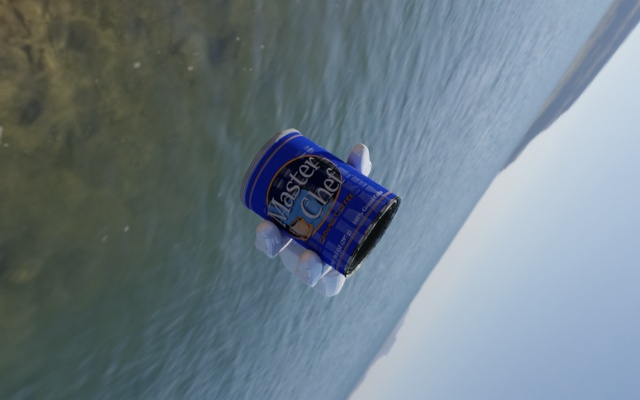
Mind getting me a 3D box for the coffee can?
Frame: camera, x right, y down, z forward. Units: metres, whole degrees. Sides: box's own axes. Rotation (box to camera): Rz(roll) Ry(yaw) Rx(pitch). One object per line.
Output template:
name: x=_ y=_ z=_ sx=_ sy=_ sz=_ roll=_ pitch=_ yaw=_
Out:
coffee can: x=0.000 y=0.001 z=0.514 sx=0.140 sy=0.103 sz=0.103 roll=34 pitch=10 yaw=15
